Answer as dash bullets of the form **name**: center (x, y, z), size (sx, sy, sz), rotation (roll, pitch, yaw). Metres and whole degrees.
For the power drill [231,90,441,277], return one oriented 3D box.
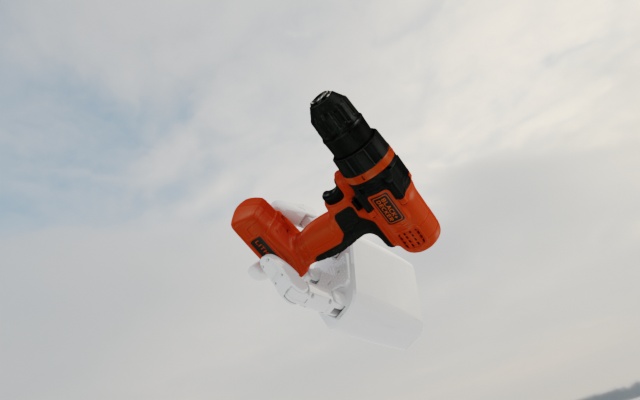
- **power drill**: center (0.000, 0.002, 0.481), size (0.188, 0.184, 0.057), rotation (-25, 23, 32)
